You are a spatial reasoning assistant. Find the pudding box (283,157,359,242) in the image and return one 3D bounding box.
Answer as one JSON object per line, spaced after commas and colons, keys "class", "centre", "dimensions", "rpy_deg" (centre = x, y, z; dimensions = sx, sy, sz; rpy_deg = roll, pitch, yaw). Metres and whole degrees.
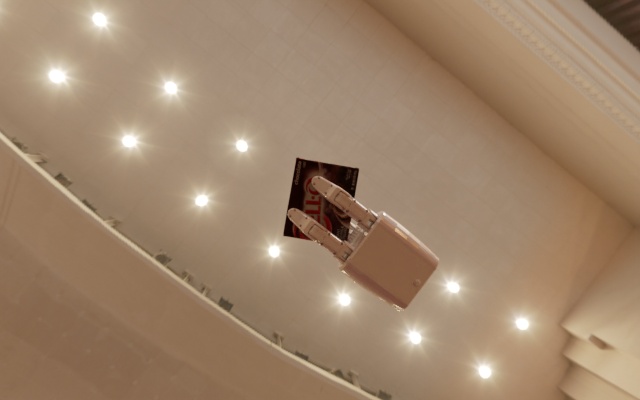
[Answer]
{"class": "pudding box", "centre": [0.000, 0.002, 0.673], "dimensions": [0.090, 0.113, 0.039], "rpy_deg": [9, 0, -4]}
